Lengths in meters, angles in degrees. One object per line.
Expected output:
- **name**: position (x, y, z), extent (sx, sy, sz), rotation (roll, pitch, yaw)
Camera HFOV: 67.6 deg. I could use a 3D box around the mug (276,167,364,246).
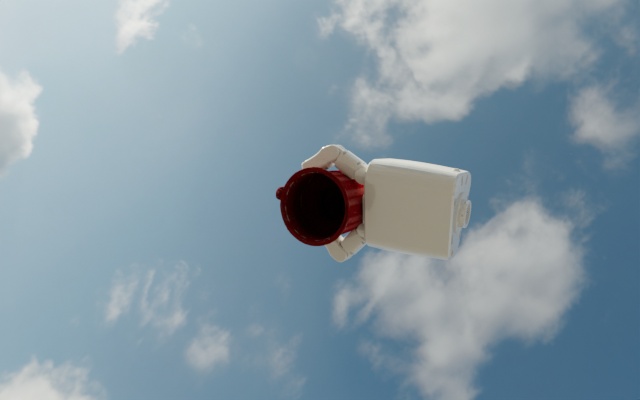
- **mug**: position (-0.001, 0.002, 0.597), extent (0.117, 0.093, 0.081), rotation (12, 11, 27)
